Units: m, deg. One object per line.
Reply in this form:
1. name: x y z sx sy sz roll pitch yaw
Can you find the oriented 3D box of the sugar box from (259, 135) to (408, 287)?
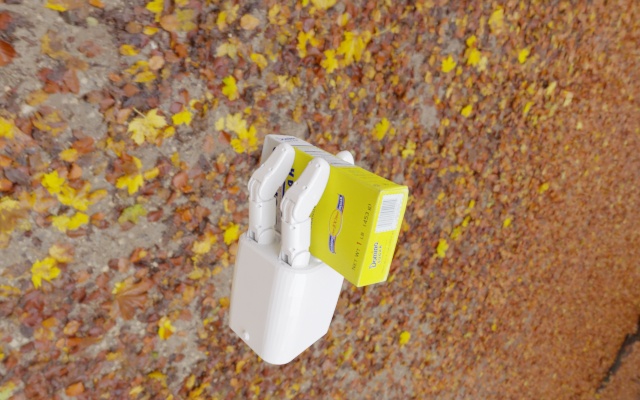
1. sugar box: 0.000 0.002 0.473 0.048 0.093 0.176 -4 23 -43
